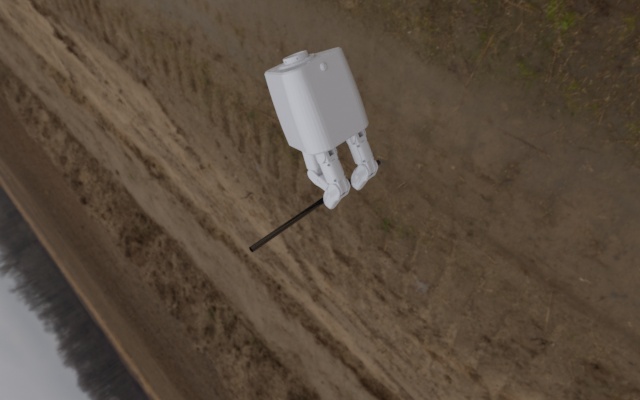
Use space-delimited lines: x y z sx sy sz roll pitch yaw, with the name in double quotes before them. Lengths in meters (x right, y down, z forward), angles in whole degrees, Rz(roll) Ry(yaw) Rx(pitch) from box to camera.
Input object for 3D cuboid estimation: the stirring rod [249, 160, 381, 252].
"stirring rod" 0.000 0.002 0.654 0.239 0.011 0.011 -34 18 -29
